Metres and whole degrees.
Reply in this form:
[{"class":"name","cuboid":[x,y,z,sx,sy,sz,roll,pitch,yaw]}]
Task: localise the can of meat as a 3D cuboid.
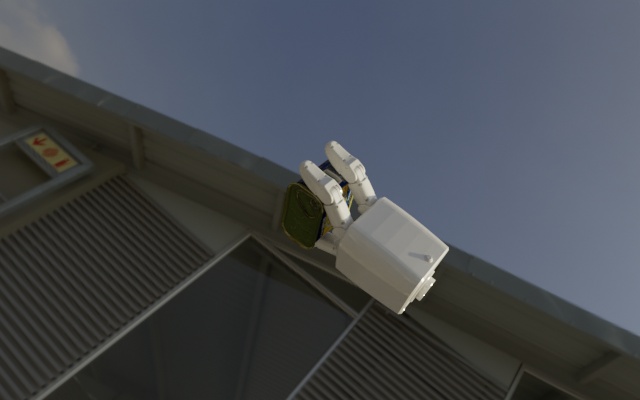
[{"class":"can of meat","cuboid":[0.000,0.002,0.631,0.057,0.102,0.084,35,50,20]}]
